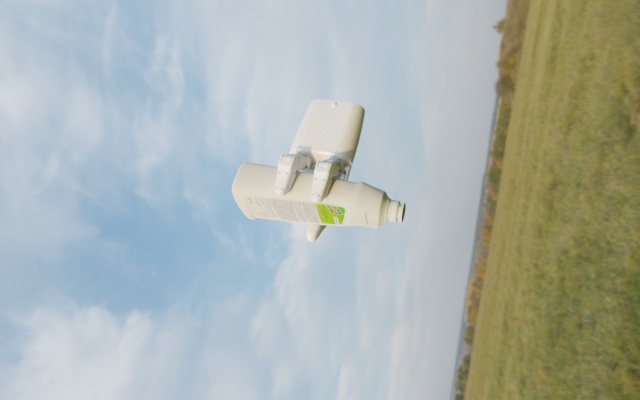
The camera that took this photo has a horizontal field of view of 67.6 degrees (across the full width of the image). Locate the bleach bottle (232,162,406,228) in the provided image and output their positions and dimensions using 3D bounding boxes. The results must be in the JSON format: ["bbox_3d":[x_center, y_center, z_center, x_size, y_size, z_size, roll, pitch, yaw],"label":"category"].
[{"bbox_3d":[0.000,0.002,0.712,0.251,0.068,0.103,9,-27,18],"label":"bleach bottle"}]
